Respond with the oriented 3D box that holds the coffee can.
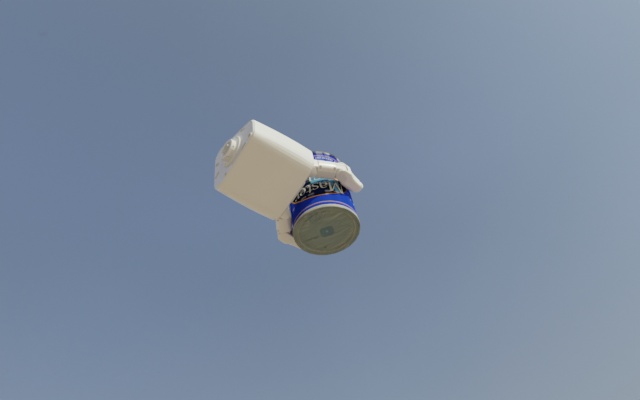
[{"bbox_3d":[0.000,0.003,0.769,0.103,0.103,0.140,0,40,-11],"label":"coffee can"}]
